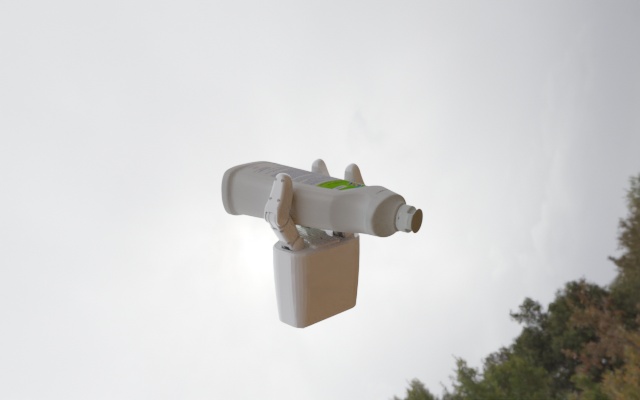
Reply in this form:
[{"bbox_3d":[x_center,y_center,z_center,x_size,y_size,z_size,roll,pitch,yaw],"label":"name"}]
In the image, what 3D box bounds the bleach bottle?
[{"bbox_3d":[0.000,0.002,0.582,0.251,0.068,0.102,13,21,35],"label":"bleach bottle"}]
